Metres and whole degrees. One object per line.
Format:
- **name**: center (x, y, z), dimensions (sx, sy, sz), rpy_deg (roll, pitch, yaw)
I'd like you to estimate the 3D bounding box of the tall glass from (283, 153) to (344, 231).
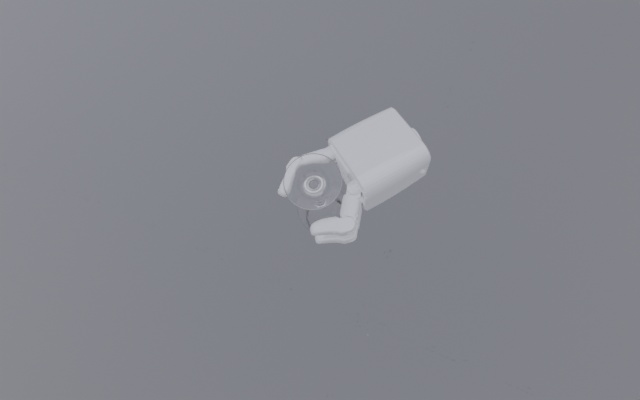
- **tall glass**: center (0.000, 0.002, 0.690), dimensions (0.079, 0.079, 0.201), rpy_deg (0, -16, 6)
